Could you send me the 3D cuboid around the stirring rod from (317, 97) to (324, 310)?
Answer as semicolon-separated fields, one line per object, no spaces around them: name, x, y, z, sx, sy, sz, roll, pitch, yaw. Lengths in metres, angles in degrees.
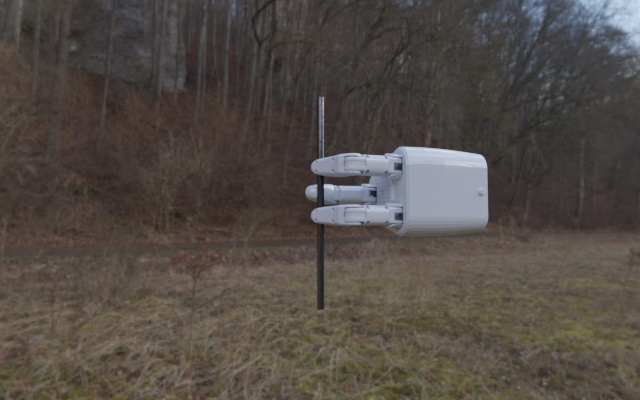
stirring rod;0.000;0.002;0.542;0.011;0.239;0.011;0;-3;0
